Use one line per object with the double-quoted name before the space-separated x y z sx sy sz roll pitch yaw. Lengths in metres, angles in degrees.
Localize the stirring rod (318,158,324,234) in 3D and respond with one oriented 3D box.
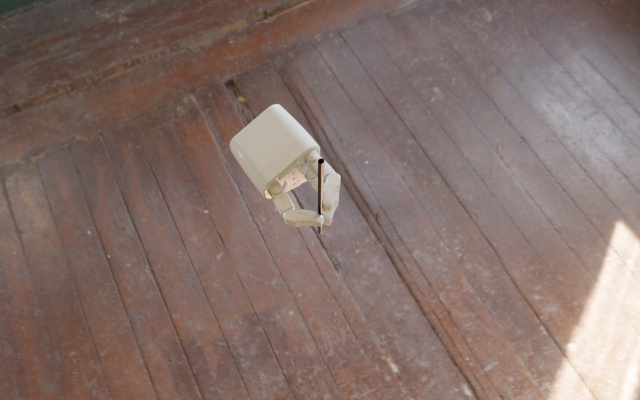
"stirring rod" 0.000 0.002 0.686 0.011 0.011 0.240 0 -24 0
